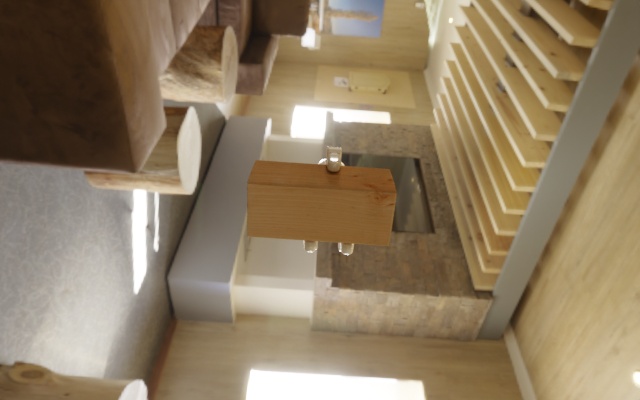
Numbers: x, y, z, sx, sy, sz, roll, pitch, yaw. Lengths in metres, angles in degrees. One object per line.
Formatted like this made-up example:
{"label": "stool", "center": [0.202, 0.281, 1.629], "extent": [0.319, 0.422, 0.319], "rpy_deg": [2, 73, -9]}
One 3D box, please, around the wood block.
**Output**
{"label": "wood block", "center": [0.000, 0.002, 0.708], "extent": [0.206, 0.091, 0.090], "rpy_deg": [3, 26, -1]}
